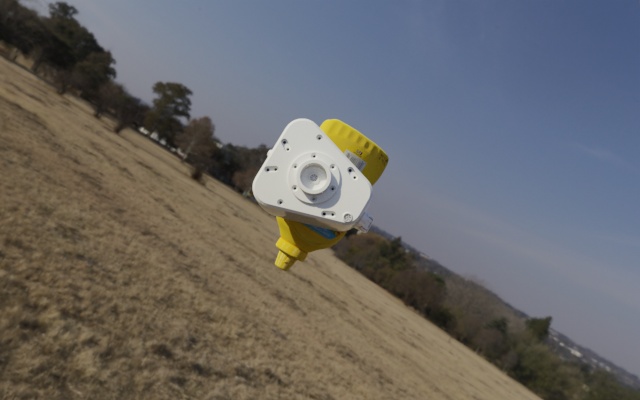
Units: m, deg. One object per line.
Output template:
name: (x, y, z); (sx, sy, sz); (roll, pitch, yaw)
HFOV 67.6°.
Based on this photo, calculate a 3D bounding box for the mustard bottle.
mustard bottle: (0.000, 0.002, 0.597); (0.096, 0.191, 0.058); (32, -4, -22)
